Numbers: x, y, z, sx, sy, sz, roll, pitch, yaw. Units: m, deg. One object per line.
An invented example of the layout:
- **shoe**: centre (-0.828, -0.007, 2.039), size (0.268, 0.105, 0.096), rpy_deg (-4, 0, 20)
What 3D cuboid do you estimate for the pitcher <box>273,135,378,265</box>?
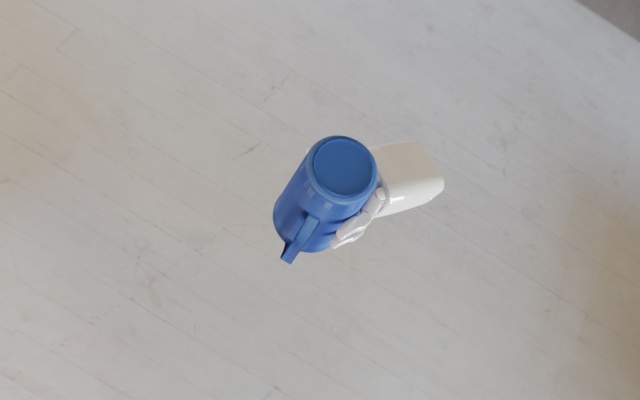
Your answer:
- **pitcher**: centre (0.000, 0.002, 0.774), size (0.145, 0.149, 0.243), rpy_deg (-12, -16, -18)
